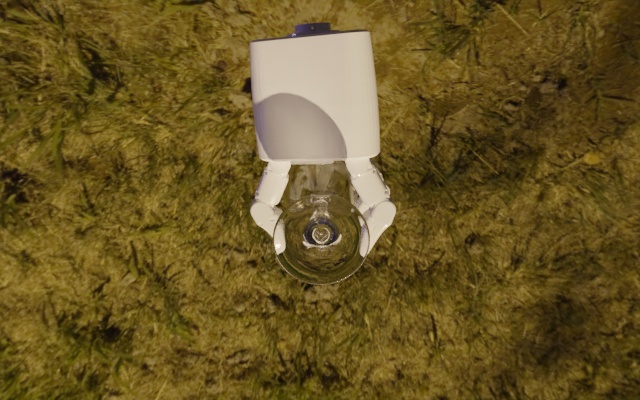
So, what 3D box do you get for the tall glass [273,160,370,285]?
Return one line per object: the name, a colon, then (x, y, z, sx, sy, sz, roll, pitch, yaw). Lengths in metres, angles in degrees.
tall glass: (0.000, 0.002, 0.457, 0.079, 0.079, 0.201, 0, 17, 0)
